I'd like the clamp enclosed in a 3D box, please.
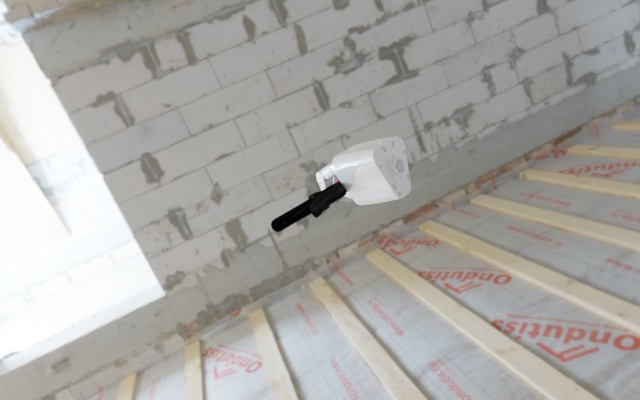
[{"bbox_3d":[0.000,0.003,0.868,0.171,0.039,0.120,-35,15,-38],"label":"clamp"}]
